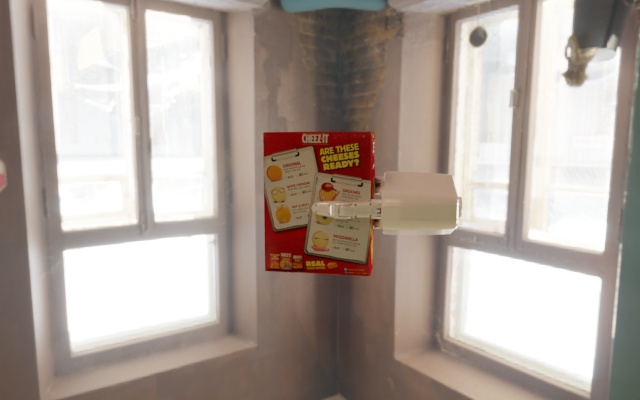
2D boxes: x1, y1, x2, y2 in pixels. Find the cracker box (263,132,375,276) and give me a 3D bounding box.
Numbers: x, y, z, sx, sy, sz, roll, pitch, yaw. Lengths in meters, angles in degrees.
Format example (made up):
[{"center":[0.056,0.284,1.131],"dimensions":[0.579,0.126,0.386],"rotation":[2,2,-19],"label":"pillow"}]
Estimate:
[{"center":[0.000,0.003,0.734],"dimensions":[0.164,0.214,0.072],"rotation":[1,7,9],"label":"cracker box"}]
